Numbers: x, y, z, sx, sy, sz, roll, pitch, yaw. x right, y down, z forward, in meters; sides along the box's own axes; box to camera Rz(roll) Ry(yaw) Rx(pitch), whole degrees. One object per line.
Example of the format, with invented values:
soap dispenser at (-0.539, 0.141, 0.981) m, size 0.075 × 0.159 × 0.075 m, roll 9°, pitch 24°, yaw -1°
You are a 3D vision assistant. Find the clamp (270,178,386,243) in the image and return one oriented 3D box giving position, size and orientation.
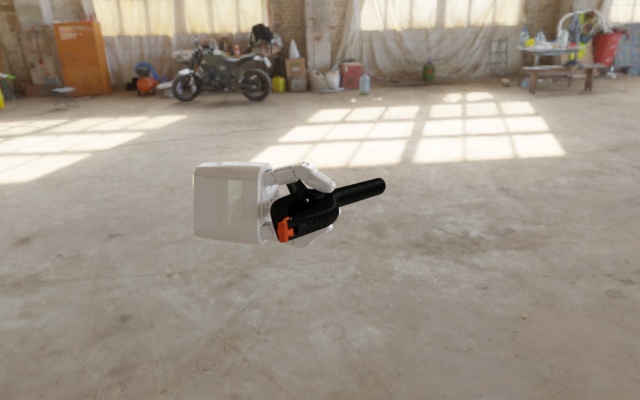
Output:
clamp at (0.000, 0.002, 0.670) m, size 0.164 × 0.036 × 0.210 m, roll 2°, pitch 22°, yaw 15°
